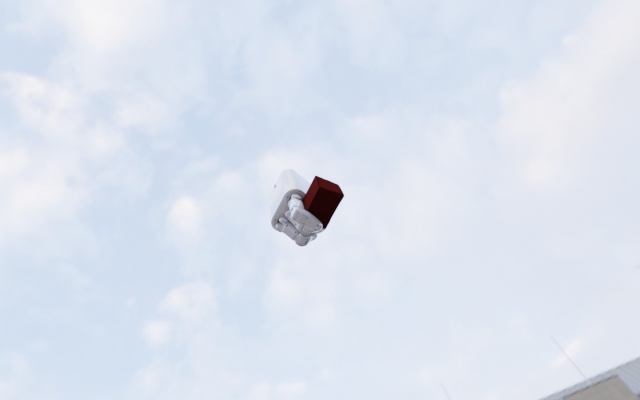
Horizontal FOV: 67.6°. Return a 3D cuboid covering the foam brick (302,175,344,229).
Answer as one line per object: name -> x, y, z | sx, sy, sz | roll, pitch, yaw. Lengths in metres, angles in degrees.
foam brick -> 0.000, 0.003, 0.885 | 0.053, 0.078, 0.051 | 21, 22, -20
